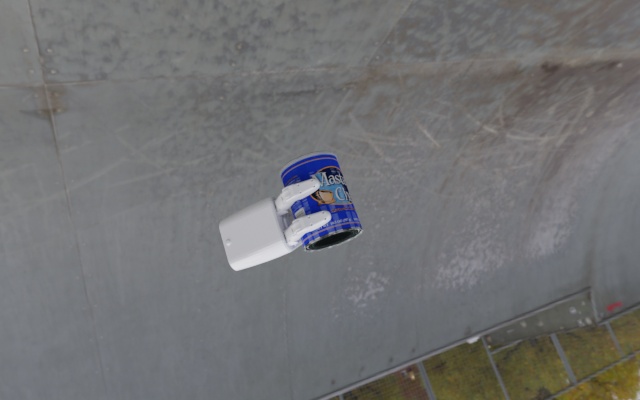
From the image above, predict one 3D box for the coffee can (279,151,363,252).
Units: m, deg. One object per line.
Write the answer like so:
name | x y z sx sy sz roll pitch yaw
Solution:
coffee can | 0.000 0.002 0.798 0.103 0.140 0.103 -17 -16 -5
